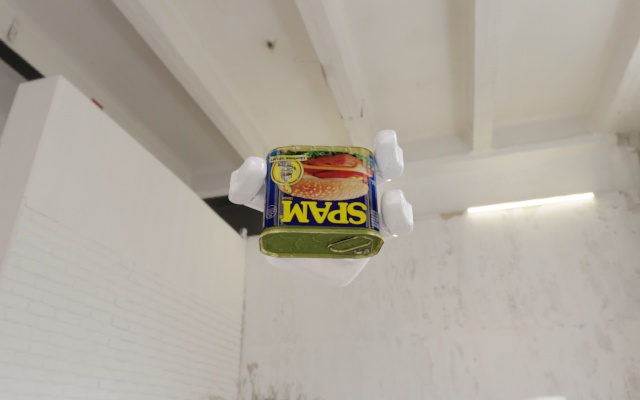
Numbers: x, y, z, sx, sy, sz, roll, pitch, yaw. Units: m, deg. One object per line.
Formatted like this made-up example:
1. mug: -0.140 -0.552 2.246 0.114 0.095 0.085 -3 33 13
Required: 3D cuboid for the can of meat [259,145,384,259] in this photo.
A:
1. can of meat: 0.000 0.001 0.412 0.102 0.084 0.057 2 -27 -4
